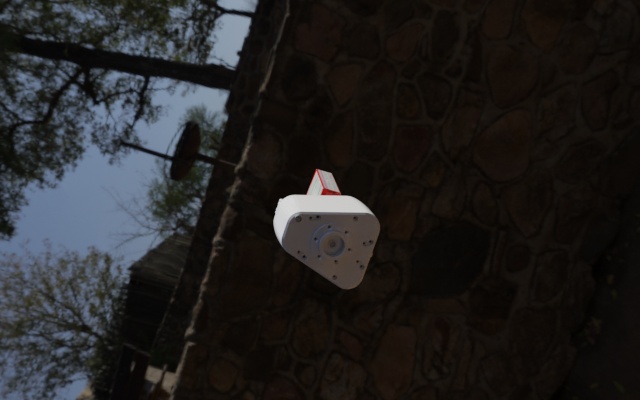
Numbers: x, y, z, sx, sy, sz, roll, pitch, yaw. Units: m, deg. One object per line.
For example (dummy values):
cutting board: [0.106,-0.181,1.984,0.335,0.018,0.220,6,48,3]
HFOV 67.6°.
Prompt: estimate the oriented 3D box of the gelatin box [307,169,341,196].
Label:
gelatin box: [0.000,0.002,0.720,0.030,0.073,0.089,16,19,-15]
